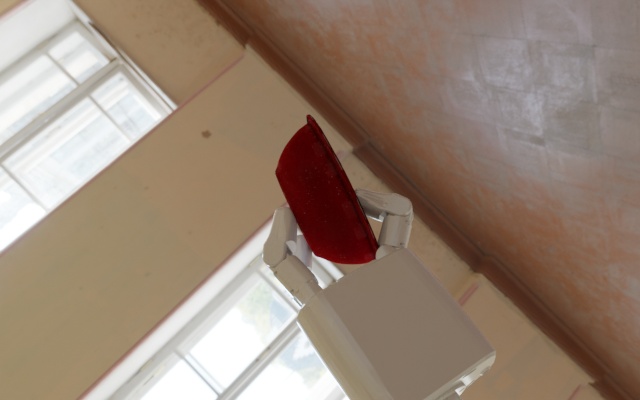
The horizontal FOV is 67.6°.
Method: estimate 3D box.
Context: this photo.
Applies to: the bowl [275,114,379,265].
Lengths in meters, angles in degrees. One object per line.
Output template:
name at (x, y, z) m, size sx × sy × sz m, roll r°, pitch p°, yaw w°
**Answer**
bowl at (-0.001, 0.001, 0.463) m, size 0.055 × 0.162 × 0.162 m, roll -26°, pitch 0°, yaw -1°
